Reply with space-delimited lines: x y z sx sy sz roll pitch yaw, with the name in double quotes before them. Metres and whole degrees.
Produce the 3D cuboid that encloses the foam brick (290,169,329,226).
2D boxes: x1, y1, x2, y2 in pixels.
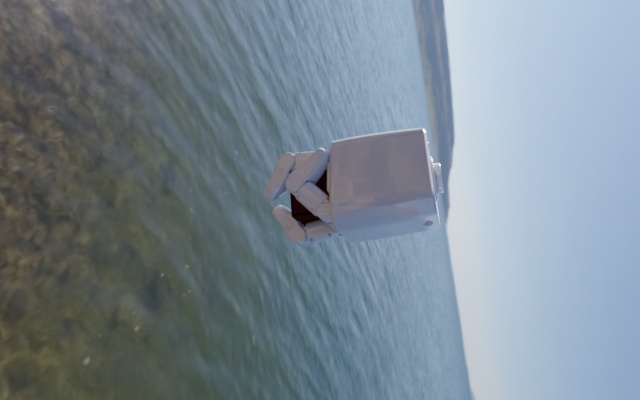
"foam brick" 0.000 0.002 0.574 0.051 0.053 0.078 -9 -18 14
